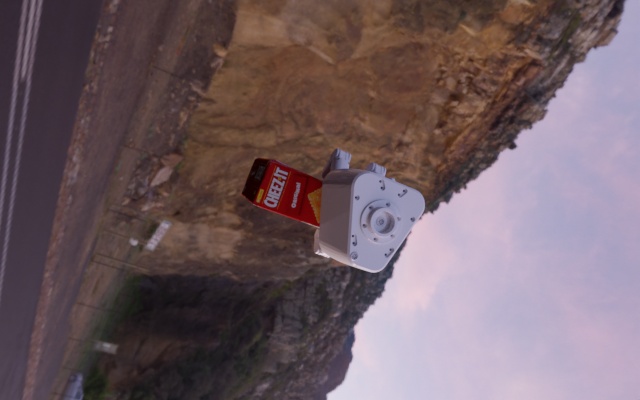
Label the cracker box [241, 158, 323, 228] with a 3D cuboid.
[{"bbox_3d":[0.000,0.003,0.713,0.214,0.072,0.164,21,-1,-15],"label":"cracker box"}]
